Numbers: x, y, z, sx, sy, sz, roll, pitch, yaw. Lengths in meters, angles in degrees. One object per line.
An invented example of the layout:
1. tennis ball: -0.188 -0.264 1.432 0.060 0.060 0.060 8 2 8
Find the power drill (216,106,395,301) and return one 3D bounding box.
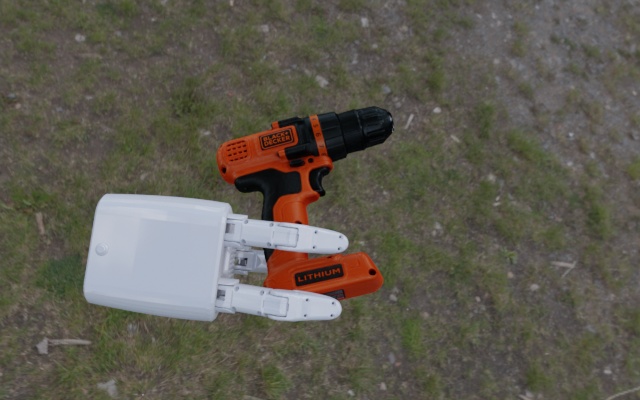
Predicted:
1. power drill: 0.000 0.002 0.462 0.184 0.187 0.057 -15 -26 3
